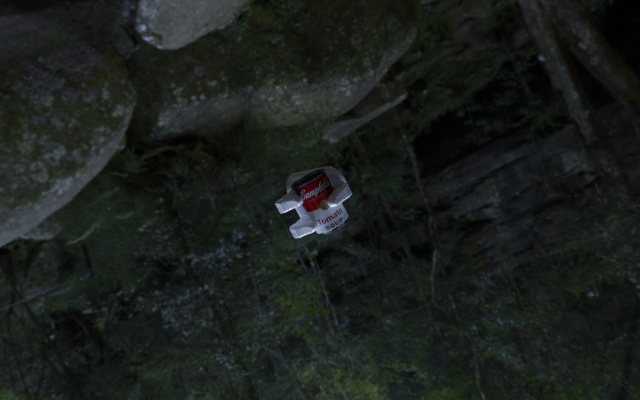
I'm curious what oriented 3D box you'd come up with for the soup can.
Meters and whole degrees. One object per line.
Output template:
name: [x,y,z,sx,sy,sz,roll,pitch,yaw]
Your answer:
soup can: [0.000,0.003,0.869,0.068,0.102,0.068,-27,14,7]
